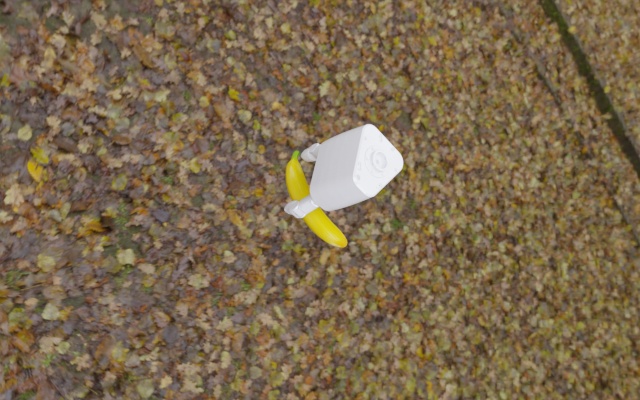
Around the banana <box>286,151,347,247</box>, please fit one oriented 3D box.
[{"bbox_3d":[-0.014,0.007,0.851,0.069,0.198,0.037,-32,8,-39],"label":"banana"}]
